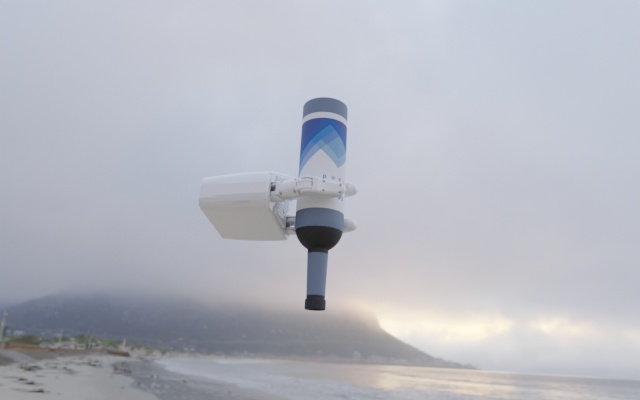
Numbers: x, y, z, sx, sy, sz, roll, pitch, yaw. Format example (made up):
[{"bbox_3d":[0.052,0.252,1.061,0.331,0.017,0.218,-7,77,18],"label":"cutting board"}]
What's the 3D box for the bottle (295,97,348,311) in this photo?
[{"bbox_3d":[0.000,0.002,0.664,0.069,0.295,0.069,3,-19,1],"label":"bottle"}]
